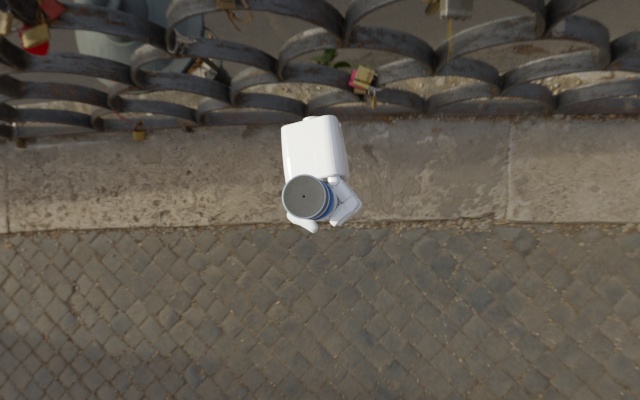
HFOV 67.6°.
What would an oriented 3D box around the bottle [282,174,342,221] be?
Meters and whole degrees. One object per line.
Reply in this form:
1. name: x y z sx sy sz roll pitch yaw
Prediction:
1. bottle: 0.000 0.003 0.841 0.069 0.069 0.296 0 -3 10
